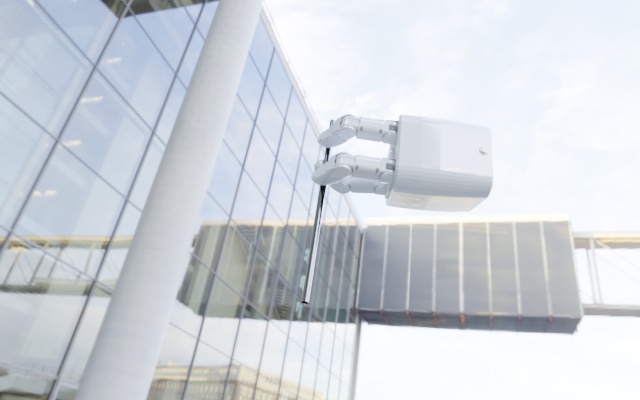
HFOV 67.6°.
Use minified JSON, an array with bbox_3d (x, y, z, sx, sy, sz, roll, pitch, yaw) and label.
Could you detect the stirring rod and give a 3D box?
[{"bbox_3d":[0.000,0.002,0.550,0.011,0.239,0.011,7,-30,4],"label":"stirring rod"}]
